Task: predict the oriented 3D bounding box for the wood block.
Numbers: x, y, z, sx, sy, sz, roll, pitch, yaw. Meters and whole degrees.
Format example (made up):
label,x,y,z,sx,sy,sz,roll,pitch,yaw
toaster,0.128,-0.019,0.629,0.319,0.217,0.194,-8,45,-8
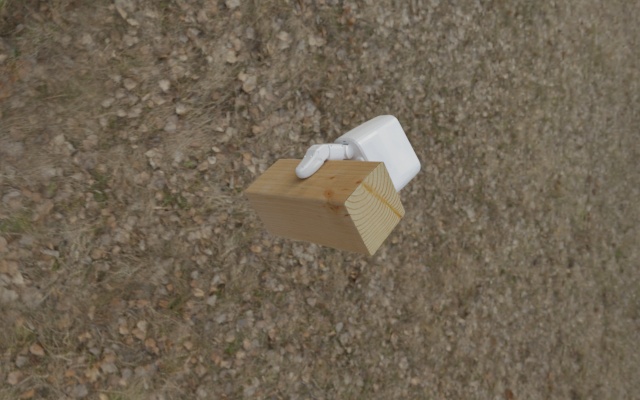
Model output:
label,x,y,z,sx,sy,sz,roll,pitch,yaw
wood block,0.000,0.002,0.676,0.206,0.091,0.090,6,43,46
